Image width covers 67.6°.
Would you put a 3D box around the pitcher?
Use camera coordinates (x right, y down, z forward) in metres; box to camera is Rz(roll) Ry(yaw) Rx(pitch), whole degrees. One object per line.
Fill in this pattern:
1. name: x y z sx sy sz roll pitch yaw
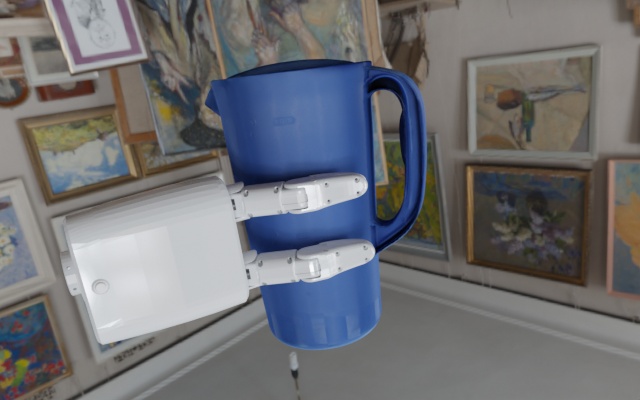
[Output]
1. pitcher: 0.000 0.001 0.420 0.145 0.243 0.149 -15 17 -25
